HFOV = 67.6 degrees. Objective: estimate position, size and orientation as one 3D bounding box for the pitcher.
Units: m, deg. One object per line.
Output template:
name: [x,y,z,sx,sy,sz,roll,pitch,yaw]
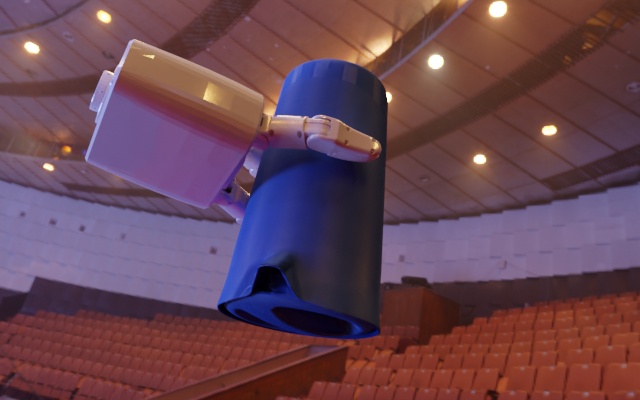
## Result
pitcher: [0.000,0.001,0.445,0.145,0.242,0.149,21,-27,-23]
